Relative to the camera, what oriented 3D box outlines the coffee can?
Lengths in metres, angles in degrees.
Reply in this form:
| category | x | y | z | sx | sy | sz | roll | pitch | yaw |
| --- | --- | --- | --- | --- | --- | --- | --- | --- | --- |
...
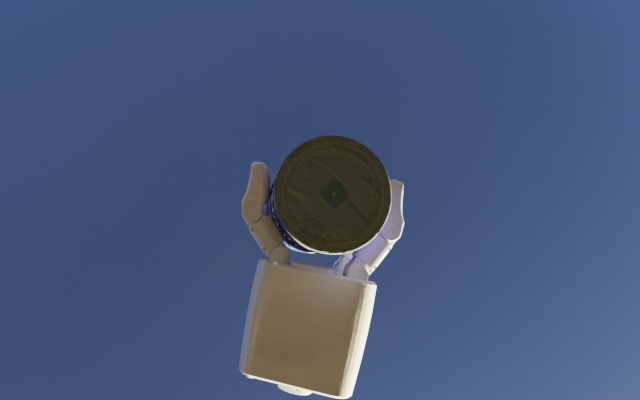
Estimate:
| category | x | y | z | sx | sy | sz | roll | pitch | yaw |
| --- | --- | --- | --- | --- | --- | --- | --- | --- | --- |
| coffee can | 0.000 | 0.001 | 0.474 | 0.103 | 0.103 | 0.140 | 0 | -6 | -10 |
